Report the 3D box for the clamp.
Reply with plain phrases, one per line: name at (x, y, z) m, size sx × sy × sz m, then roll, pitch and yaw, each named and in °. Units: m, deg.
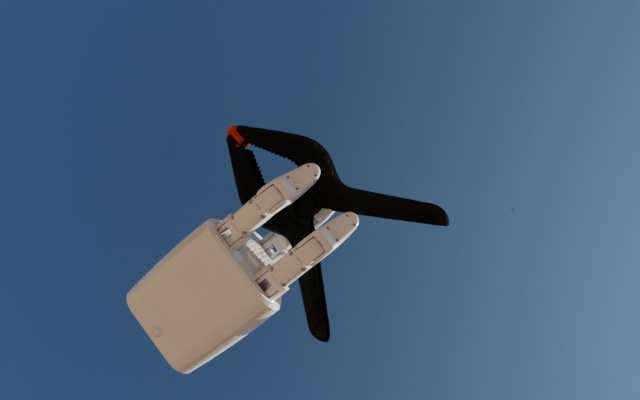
clamp at (0.000, 0.001, 0.440) m, size 0.164 × 0.210 × 0.036 m, roll -39°, pitch -4°, yaw 7°
